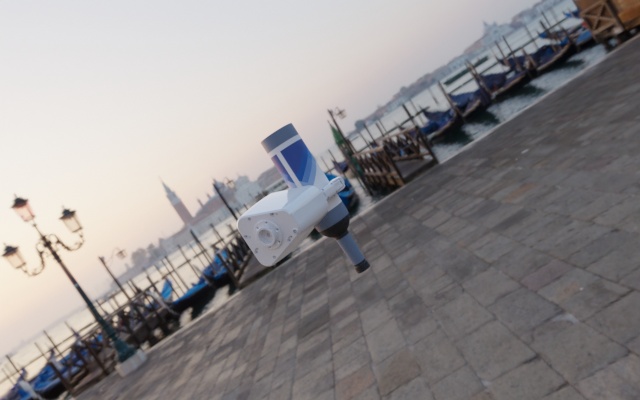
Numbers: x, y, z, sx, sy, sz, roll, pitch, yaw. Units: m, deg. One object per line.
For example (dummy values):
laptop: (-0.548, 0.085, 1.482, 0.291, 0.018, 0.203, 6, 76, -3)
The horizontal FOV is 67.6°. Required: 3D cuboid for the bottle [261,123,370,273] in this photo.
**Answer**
bottle: (0.000, 0.003, 0.862, 0.069, 0.296, 0.069, -33, 5, 3)
